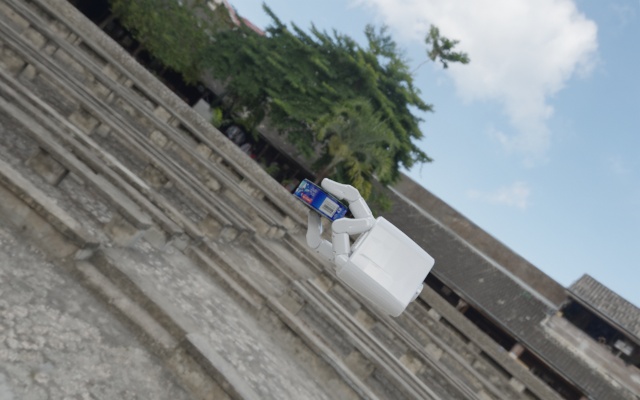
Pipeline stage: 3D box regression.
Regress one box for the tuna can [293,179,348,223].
[{"bbox_3d":[0.000,0.002,0.753,0.086,0.034,0.086,35,-1,1],"label":"tuna can"}]
